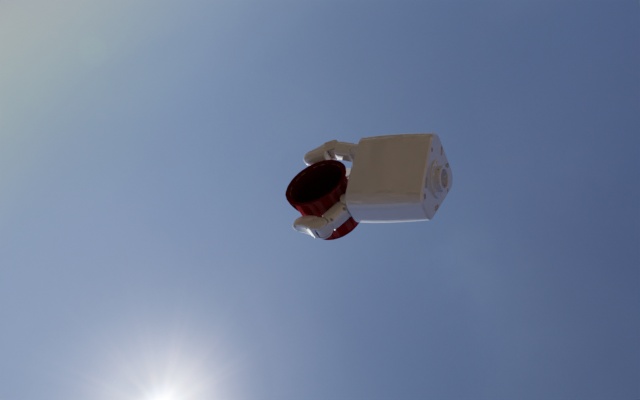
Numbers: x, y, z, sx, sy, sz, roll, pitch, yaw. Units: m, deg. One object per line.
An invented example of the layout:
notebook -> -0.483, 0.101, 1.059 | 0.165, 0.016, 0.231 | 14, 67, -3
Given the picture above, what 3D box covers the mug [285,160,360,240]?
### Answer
mug -> -0.001, 0.002, 0.691 | 0.117, 0.081, 0.093 | -1, 44, 37
